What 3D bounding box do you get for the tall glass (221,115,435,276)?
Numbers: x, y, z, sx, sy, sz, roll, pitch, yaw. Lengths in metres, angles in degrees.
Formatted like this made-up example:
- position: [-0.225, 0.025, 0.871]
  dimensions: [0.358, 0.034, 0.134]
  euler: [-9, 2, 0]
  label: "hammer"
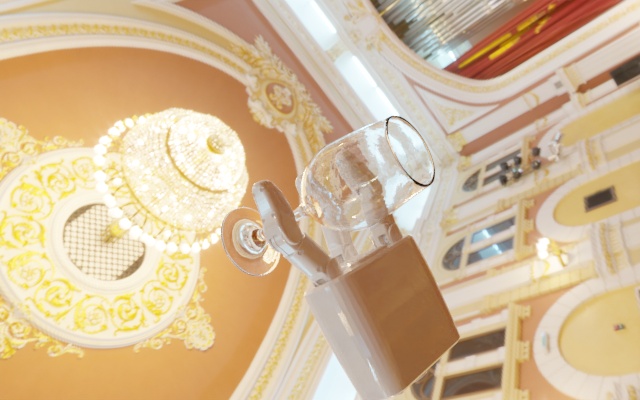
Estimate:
- position: [-0.001, 0.002, 0.423]
  dimensions: [0.201, 0.079, 0.079]
  euler: [-30, -19, 36]
  label: "tall glass"
